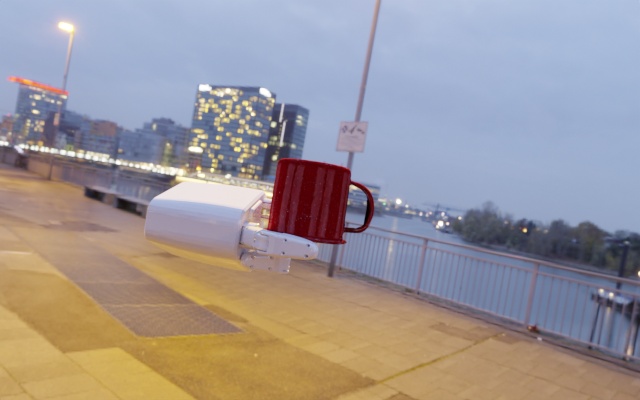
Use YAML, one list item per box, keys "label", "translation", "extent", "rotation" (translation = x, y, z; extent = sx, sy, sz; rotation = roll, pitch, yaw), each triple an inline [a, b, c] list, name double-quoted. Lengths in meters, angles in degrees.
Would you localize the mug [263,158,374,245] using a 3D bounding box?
- label: "mug"
  translation: [0.002, 0.002, 0.517]
  extent: [0.117, 0.081, 0.093]
  rotation: [9, 0, 6]
